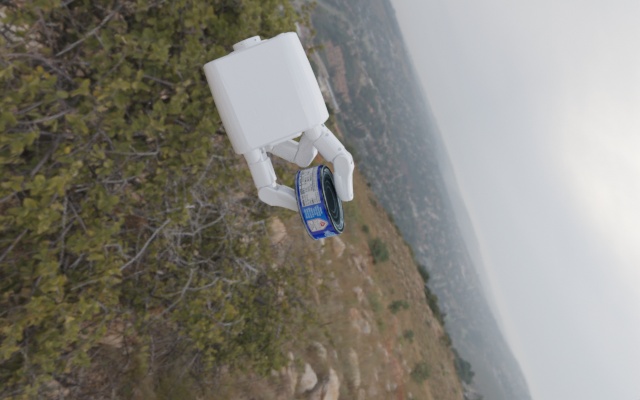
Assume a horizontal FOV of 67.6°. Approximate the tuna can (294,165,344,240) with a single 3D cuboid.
[{"bbox_3d":[0.001,0.002,0.563,0.034,0.086,0.086,-14,-3,14],"label":"tuna can"}]
